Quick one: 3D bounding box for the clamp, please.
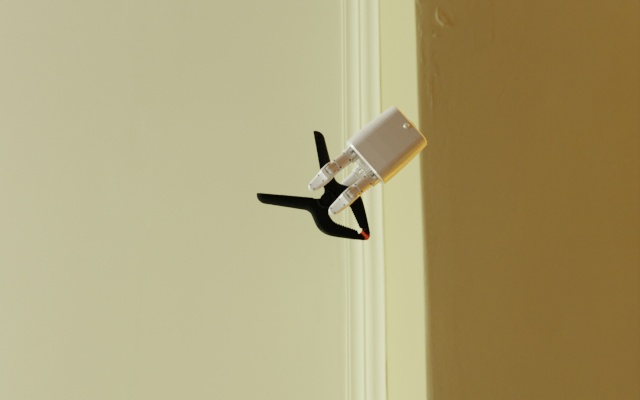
[{"bbox_3d":[0.001,0.003,0.850,0.164,0.210,0.036,-41,-7,2],"label":"clamp"}]
